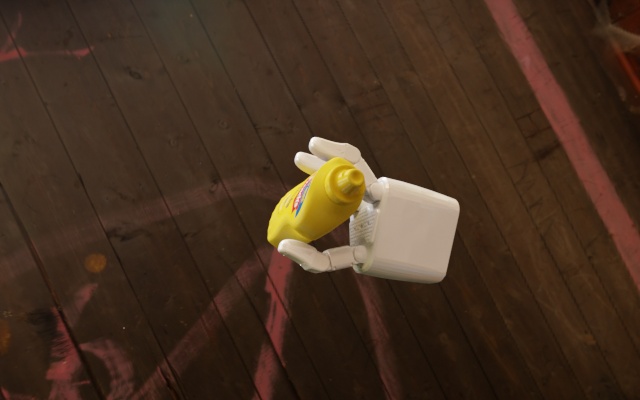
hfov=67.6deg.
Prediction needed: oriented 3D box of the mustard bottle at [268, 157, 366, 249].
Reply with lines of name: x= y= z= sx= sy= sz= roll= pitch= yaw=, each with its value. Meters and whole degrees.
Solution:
mustard bottle: x=0.000 y=0.002 z=0.540 sx=0.058 sy=0.096 sz=0.192 roll=37 pitch=-24 yaw=-10
